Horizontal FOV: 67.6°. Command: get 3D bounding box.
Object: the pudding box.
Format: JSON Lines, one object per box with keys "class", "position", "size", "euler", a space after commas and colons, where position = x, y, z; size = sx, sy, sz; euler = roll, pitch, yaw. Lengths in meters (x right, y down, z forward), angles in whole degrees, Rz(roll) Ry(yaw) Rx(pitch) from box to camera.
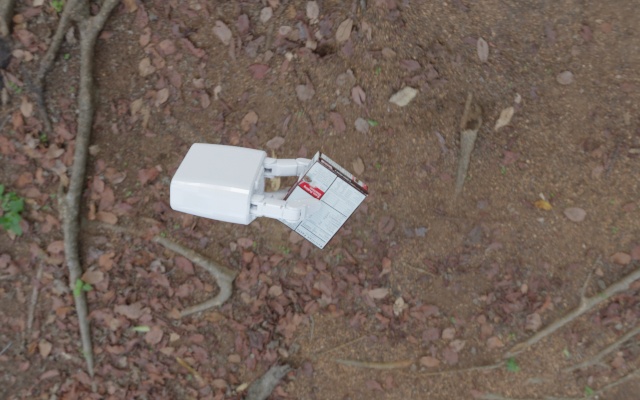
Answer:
{"class": "pudding box", "position": [0.000, 0.002, 0.676], "size": [0.090, 0.113, 0.039], "euler": [35, 23, -10]}
